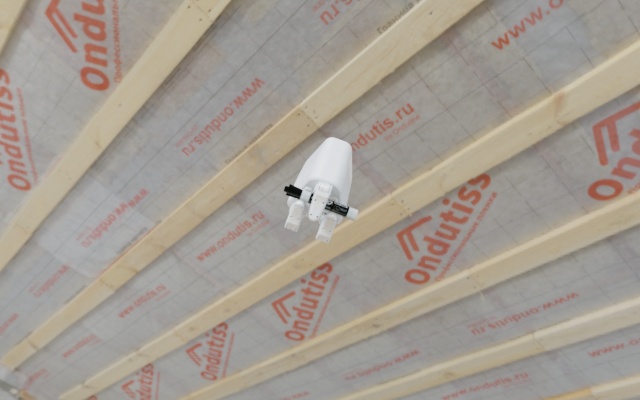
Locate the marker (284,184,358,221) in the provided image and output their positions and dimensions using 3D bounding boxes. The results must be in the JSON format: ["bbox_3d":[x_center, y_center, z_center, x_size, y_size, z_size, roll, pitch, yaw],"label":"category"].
[{"bbox_3d":[0.000,0.003,0.748,0.121,0.020,0.020,21,-1,-2],"label":"marker"}]
